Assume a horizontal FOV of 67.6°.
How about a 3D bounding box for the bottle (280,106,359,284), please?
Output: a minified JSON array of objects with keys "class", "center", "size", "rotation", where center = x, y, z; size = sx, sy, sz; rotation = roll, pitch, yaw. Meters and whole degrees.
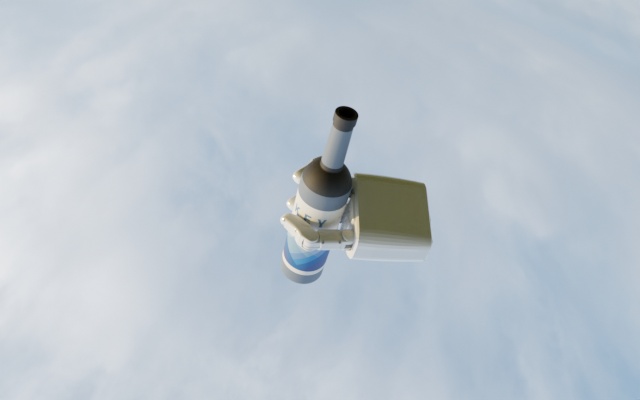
[{"class":"bottle","center":[0.000,0.002,0.635],"size":[0.069,0.069,0.296],"rotation":[0,-43,-16]}]
